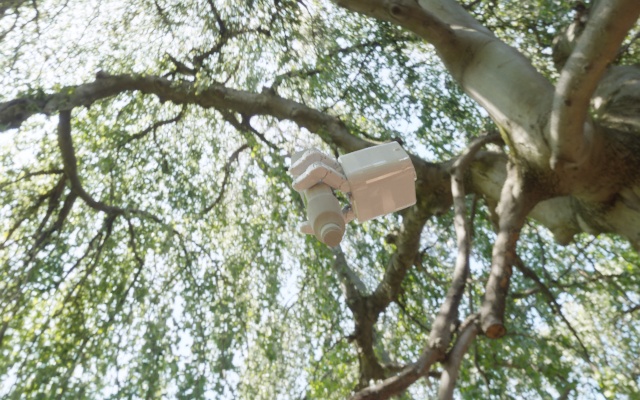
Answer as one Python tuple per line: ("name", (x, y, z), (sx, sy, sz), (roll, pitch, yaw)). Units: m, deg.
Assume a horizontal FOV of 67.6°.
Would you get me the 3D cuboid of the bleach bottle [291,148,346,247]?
("bleach bottle", (0.000, 0.003, 0.801), (0.068, 0.103, 0.250), (-17, 30, -1))
